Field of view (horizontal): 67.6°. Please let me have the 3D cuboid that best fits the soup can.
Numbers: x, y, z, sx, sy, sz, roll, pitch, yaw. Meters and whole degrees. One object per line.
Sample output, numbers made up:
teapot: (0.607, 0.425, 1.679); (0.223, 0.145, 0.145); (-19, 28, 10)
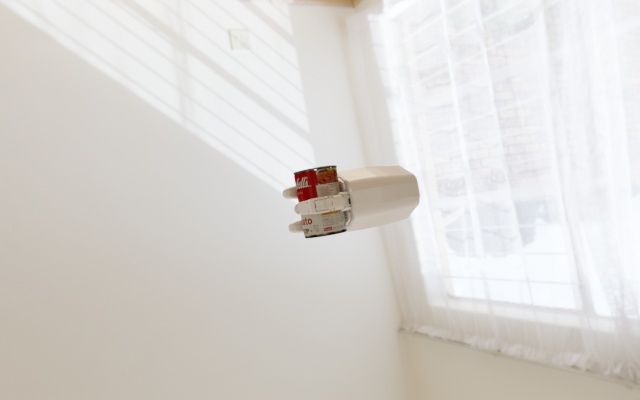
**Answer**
soup can: (0.000, 0.003, 0.729); (0.068, 0.102, 0.068); (-10, -1, 0)
